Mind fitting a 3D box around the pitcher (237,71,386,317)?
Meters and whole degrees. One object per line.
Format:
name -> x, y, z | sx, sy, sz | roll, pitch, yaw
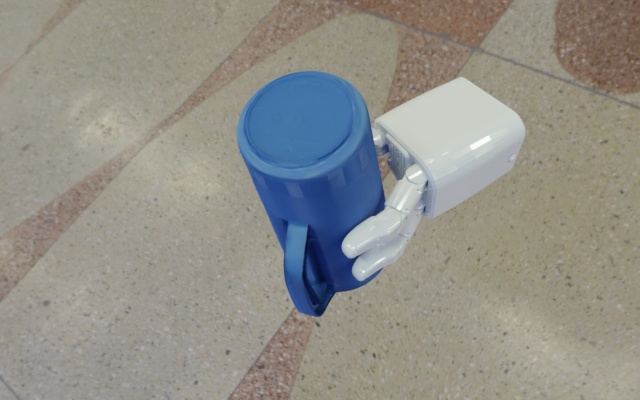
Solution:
pitcher -> 0.000, 0.001, 0.471 | 0.145, 0.149, 0.243 | -29, -29, -6
